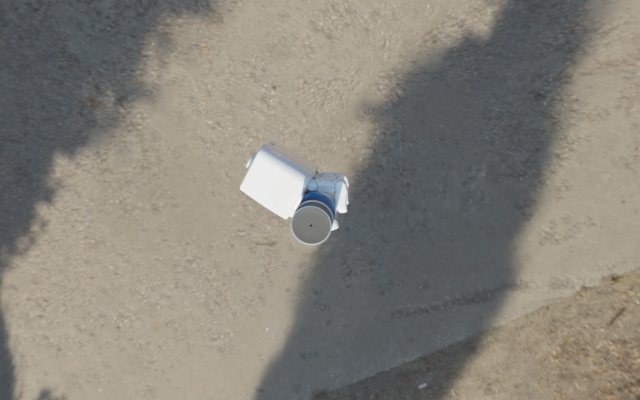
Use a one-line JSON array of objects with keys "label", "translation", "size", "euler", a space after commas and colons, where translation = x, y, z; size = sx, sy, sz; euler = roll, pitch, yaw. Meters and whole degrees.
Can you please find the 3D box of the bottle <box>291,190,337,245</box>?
[{"label": "bottle", "translation": [0.000, 0.003, 0.900], "size": [0.069, 0.069, 0.295], "euler": [0, 15, 6]}]
